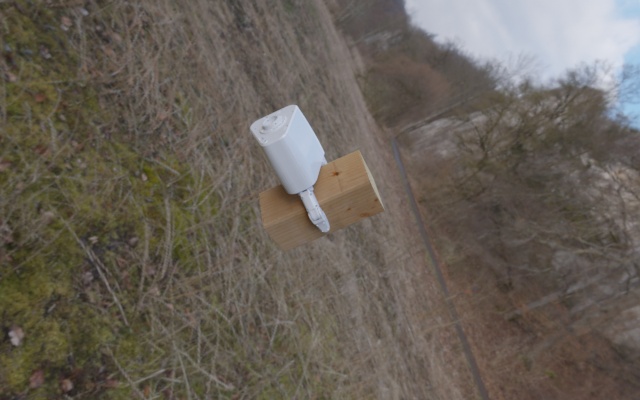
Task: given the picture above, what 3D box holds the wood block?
[{"bbox_3d":[0.000,0.003,0.884,0.206,0.090,0.090,-23,-44,10],"label":"wood block"}]
